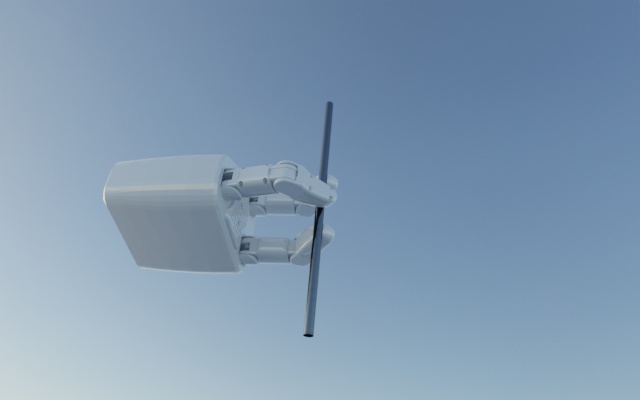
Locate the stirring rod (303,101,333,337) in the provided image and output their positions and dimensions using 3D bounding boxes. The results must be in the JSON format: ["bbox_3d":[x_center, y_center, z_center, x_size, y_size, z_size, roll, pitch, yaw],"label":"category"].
[{"bbox_3d":[0.000,0.001,0.424,0.011,0.239,0.011,4,-33,2],"label":"stirring rod"}]
